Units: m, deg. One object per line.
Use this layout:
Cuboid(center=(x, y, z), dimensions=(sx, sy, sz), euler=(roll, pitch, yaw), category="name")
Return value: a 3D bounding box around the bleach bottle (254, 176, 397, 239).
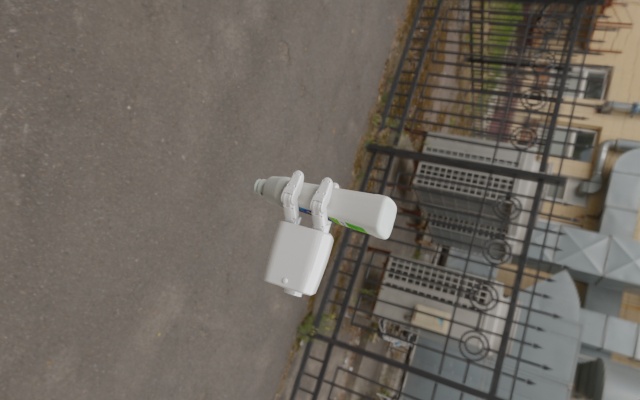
Cuboid(center=(0.000, 0.003, 0.841), dimensions=(0.251, 0.068, 0.102), euler=(14, -8, 23), category="bleach bottle")
